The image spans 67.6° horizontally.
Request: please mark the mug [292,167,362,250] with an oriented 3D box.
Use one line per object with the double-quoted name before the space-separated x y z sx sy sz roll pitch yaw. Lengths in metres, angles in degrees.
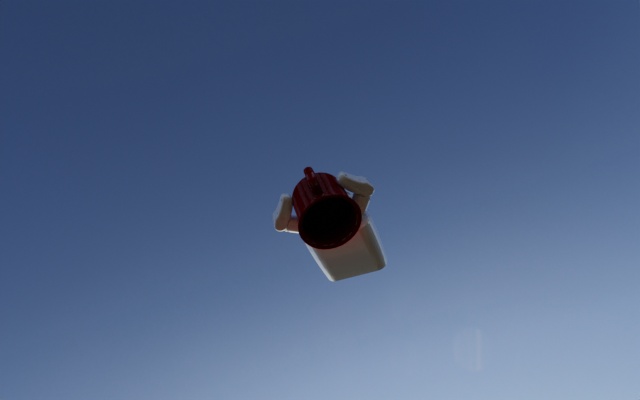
"mug" -0.001 0.001 0.693 0.093 0.117 0.081 -25 34 0
